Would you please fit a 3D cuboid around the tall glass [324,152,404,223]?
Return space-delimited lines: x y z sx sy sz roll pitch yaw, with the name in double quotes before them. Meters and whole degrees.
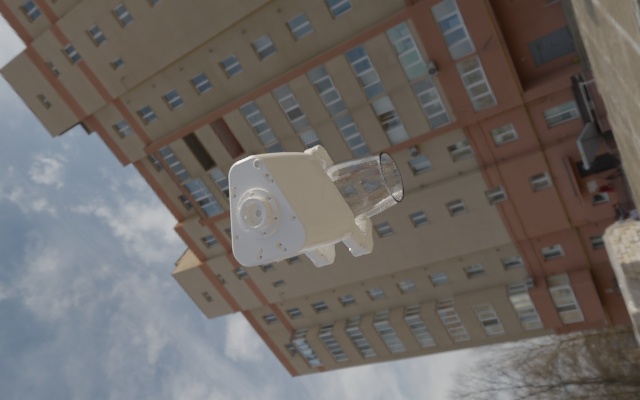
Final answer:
"tall glass" 0.000 0.002 0.597 0.201 0.079 0.079 -20 -9 27
